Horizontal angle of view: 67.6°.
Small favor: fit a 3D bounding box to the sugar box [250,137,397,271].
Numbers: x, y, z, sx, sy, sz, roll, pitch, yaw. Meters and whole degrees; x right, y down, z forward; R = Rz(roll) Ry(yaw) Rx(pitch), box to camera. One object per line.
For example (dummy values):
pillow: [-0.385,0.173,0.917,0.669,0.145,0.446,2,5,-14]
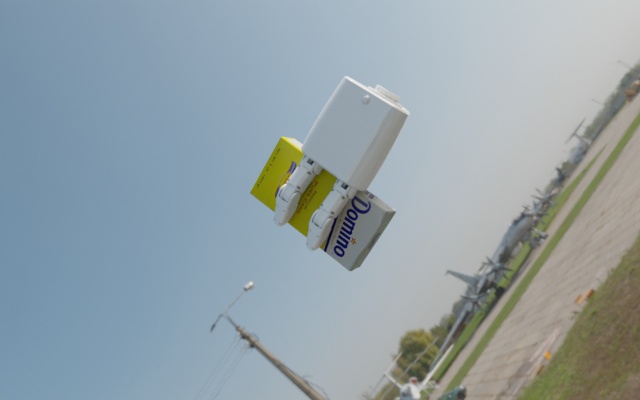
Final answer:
sugar box: [0.000,0.002,0.623,0.176,0.093,0.048,37,17,21]
